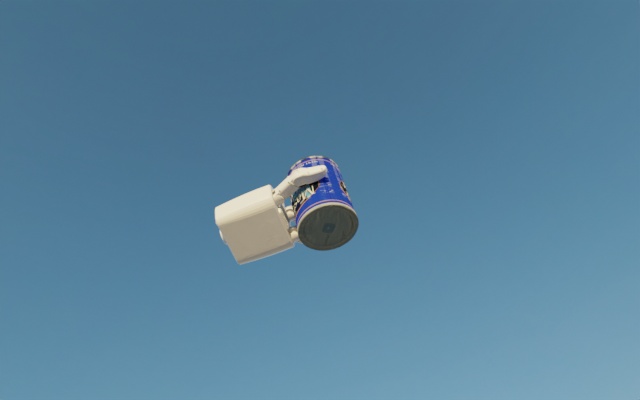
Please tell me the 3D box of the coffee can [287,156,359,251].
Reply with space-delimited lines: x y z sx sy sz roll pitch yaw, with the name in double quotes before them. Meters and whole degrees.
"coffee can" 0.000 0.003 0.835 0.103 0.103 0.140 0 39 -14
